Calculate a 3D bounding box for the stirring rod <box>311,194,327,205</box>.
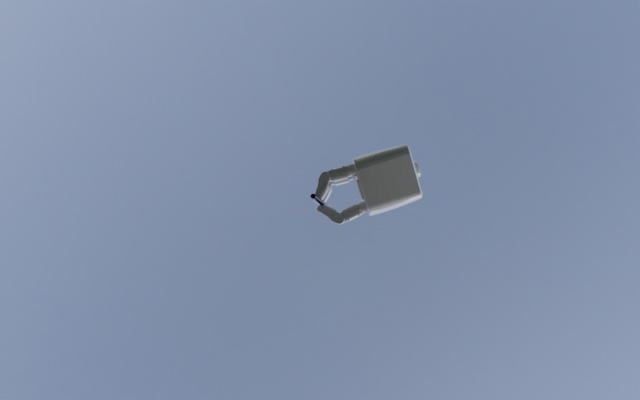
[{"bbox_3d":[0.000,0.003,0.878,0.011,0.011,0.239,0,-5,6],"label":"stirring rod"}]
